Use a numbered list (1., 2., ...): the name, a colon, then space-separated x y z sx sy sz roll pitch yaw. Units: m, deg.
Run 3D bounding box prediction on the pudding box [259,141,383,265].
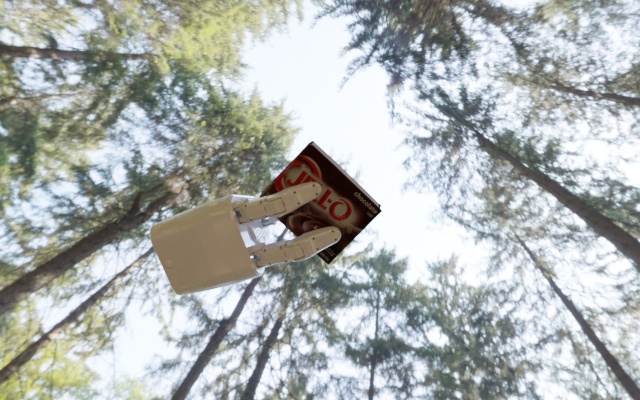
1. pudding box: 0.000 0.002 0.545 0.113 0.090 0.039 42 14 -7
